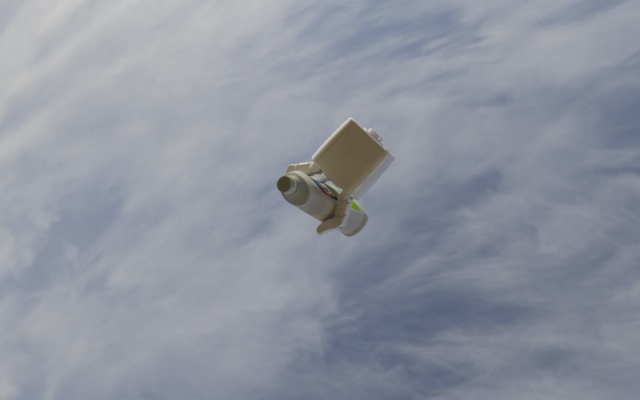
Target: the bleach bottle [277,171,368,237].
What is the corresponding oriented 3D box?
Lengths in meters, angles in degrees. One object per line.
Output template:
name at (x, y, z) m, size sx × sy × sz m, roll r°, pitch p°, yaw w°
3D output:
bleach bottle at (0.000, 0.003, 0.900) m, size 0.102 × 0.068 × 0.251 m, roll 50°, pitch 12°, yaw 27°
